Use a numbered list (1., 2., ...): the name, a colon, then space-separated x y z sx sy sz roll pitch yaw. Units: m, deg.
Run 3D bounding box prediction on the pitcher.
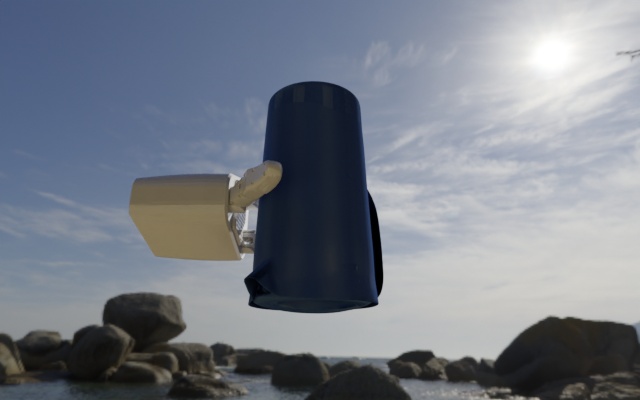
1. pitcher: 0.000 0.002 0.530 0.145 0.242 0.149 0 -18 2
